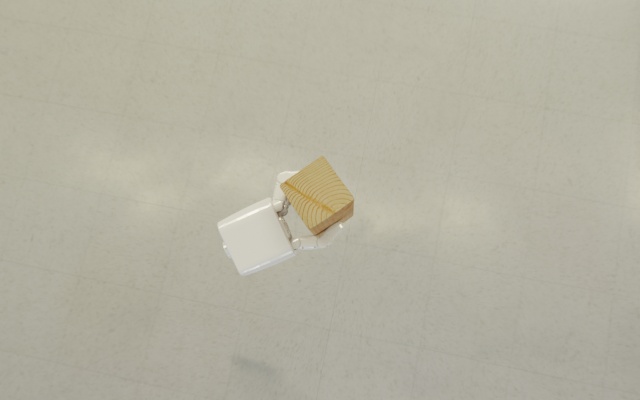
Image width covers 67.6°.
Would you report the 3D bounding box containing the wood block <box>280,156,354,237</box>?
[{"bbox_3d":[0.000,0.003,0.862,0.090,0.091,0.206,-34,-9,-2],"label":"wood block"}]
